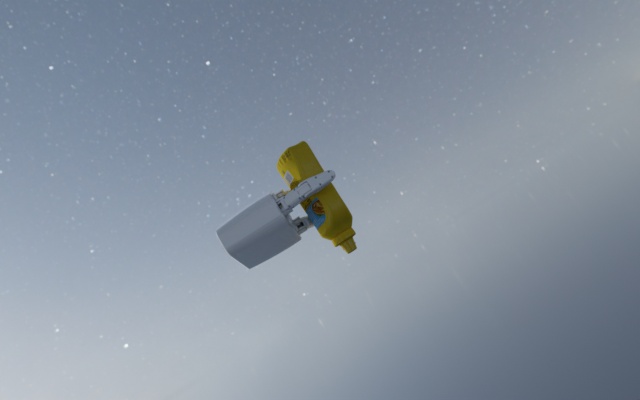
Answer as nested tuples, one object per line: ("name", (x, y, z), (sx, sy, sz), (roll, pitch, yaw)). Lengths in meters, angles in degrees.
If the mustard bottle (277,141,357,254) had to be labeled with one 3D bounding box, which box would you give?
("mustard bottle", (0.000, 0.002, 0.782), (0.058, 0.191, 0.096), (-28, -11, -24))
